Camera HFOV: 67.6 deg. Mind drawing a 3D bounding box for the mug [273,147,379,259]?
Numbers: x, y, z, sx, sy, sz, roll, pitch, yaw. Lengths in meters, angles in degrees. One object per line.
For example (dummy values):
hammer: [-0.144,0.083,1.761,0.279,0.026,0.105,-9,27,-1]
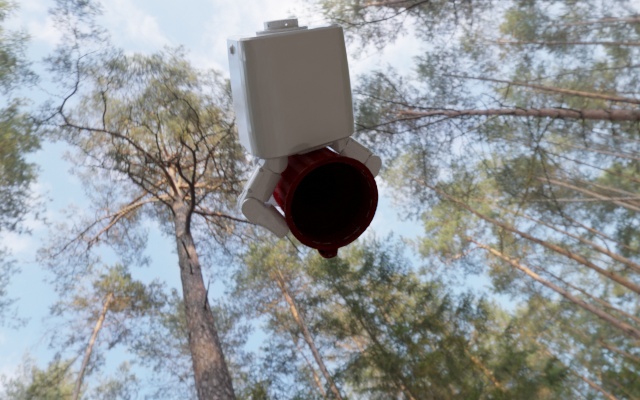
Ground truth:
mug: [0.000,0.003,0.480,0.093,0.117,0.081,-15,24,-15]
